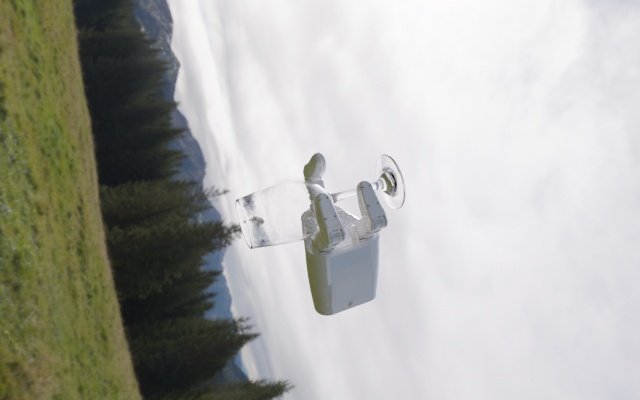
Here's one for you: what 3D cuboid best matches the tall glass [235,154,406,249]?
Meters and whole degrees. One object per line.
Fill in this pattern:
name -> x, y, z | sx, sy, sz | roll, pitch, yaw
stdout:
tall glass -> 0.001, 0.002, 0.593 | 0.201, 0.079, 0.079 | -16, 5, -17
